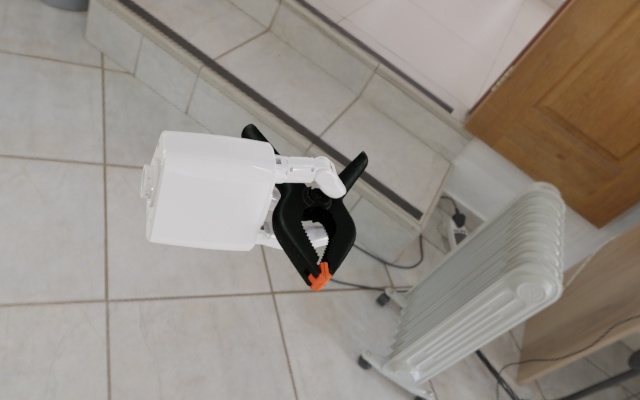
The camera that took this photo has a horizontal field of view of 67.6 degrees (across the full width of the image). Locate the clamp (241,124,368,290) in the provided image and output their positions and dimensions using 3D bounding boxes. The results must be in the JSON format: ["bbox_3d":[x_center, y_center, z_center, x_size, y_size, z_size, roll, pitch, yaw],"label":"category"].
[{"bbox_3d":[0.000,0.002,0.538,0.164,0.209,0.036,5,-40,-24],"label":"clamp"}]
